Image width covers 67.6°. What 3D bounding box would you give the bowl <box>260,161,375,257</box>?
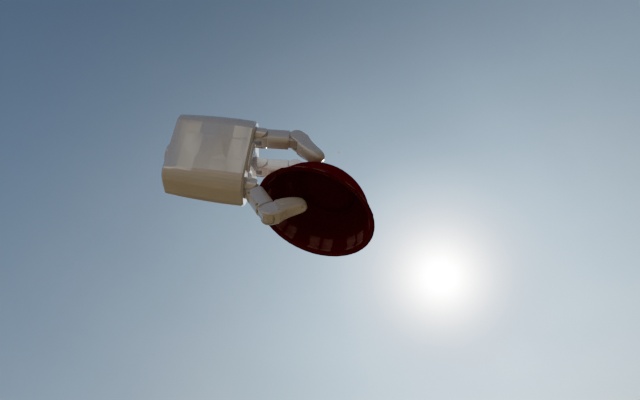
[{"bbox_3d":[0.001,0.002,0.638,0.162,0.162,0.055,0,42,26],"label":"bowl"}]
